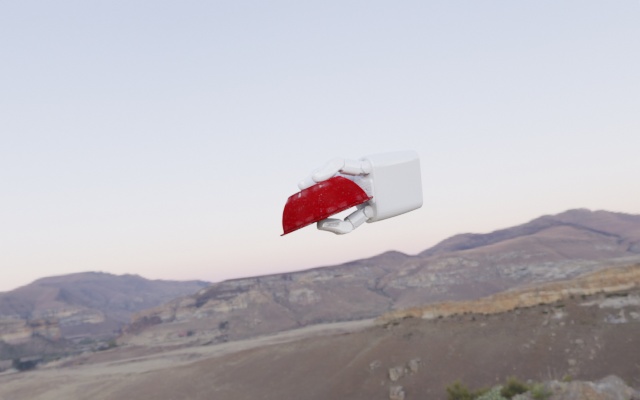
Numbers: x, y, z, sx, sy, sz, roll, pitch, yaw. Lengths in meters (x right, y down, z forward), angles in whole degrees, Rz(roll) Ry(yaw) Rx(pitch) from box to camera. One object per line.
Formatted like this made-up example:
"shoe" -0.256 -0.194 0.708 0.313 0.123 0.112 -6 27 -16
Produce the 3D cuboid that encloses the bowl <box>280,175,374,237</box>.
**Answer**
"bowl" -0.001 0.002 0.762 0.162 0.055 0.162 -23 -1 0
